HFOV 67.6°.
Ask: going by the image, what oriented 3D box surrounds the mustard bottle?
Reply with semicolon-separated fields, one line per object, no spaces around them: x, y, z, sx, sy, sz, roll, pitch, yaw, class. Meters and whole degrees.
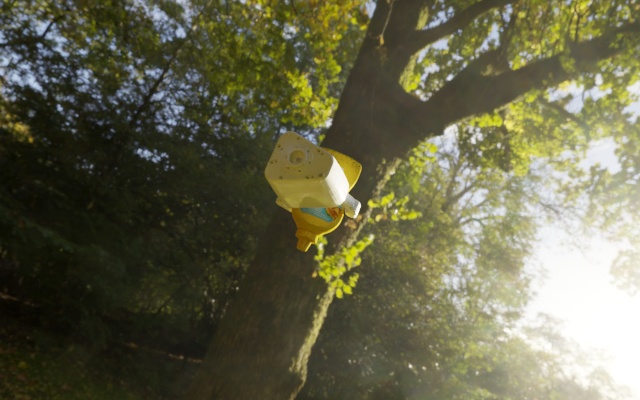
0.000;0.003;0.882;0.096;0.191;0.058;23;-16;-3;mustard bottle
